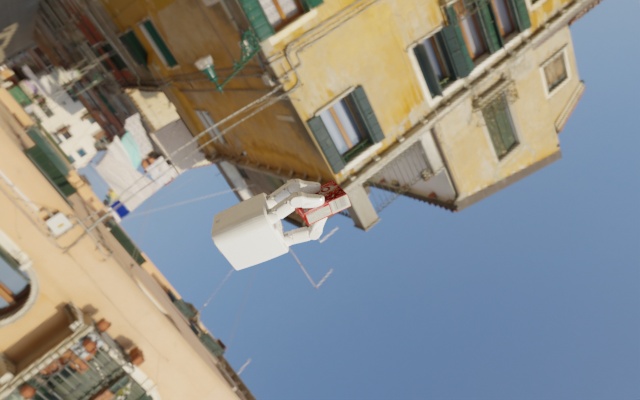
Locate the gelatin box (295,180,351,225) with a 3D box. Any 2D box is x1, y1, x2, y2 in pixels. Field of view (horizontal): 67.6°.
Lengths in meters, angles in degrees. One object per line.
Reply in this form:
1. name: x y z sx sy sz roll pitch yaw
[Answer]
1. gelatin box: 0.001 0.003 0.870 0.089 0.030 0.073 -24 28 -10
